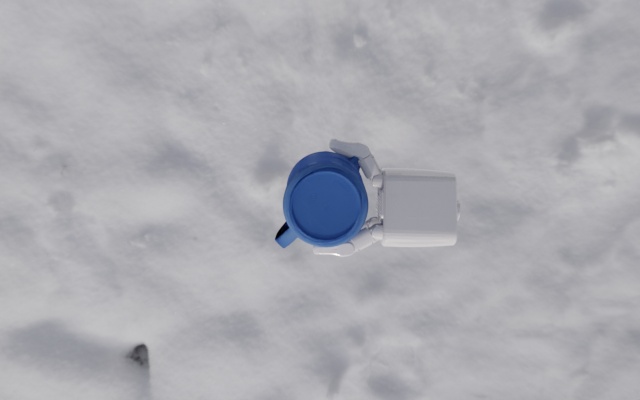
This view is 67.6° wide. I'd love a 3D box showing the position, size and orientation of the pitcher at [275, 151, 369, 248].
[{"bbox_3d":[0.000,0.002,0.706,0.145,0.149,0.243,1,6,1],"label":"pitcher"}]
